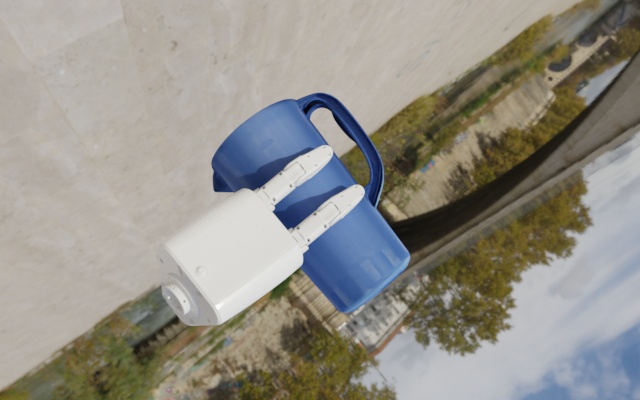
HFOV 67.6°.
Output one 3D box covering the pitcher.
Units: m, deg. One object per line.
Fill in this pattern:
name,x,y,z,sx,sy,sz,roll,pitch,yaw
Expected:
pitcher,0.000,0.002,0.570,0.145,0.243,0.149,-35,-7,-38
